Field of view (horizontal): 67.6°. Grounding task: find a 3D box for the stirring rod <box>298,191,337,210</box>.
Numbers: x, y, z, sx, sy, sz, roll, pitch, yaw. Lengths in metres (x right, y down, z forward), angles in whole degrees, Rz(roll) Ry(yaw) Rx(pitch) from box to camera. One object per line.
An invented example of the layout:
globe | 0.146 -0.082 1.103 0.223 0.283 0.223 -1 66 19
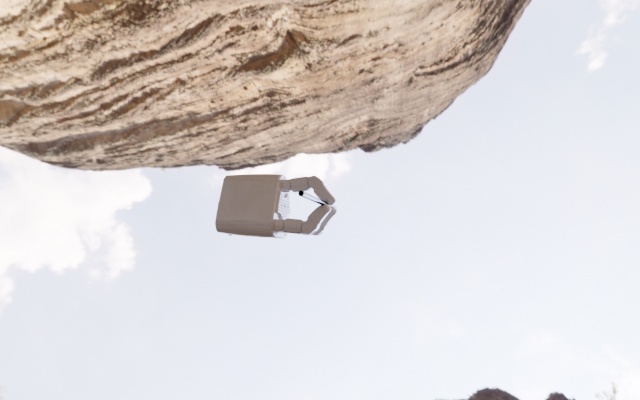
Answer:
stirring rod | 0.000 0.002 0.762 0.011 0.011 0.239 0 -6 13
